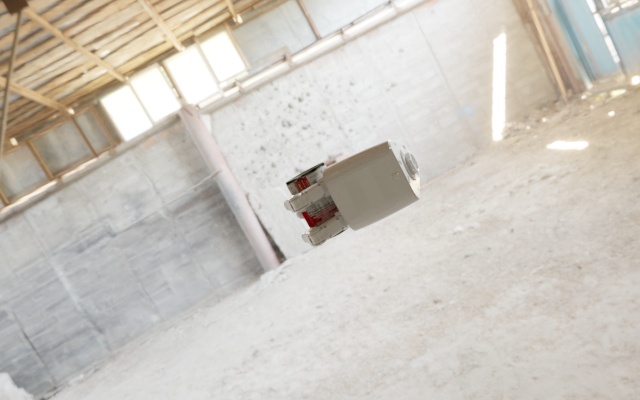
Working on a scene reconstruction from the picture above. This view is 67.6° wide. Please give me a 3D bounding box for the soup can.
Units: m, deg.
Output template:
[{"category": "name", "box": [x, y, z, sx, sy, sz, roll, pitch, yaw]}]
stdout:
[{"category": "soup can", "box": [0.000, 0.002, 0.717, 0.068, 0.102, 0.068, -28, 7, 4]}]
